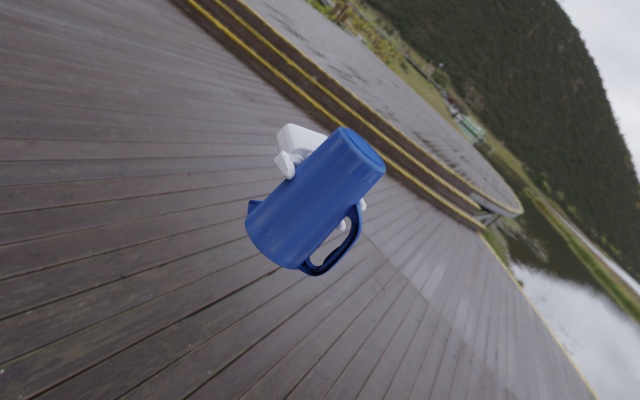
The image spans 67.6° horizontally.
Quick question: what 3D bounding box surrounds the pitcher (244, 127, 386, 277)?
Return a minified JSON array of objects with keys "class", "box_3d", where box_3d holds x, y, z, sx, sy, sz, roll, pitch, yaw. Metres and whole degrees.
[{"class":"pitcher","box_3d":[0.000,0.003,0.816,0.149,0.243,0.145,33,22,-31]}]
